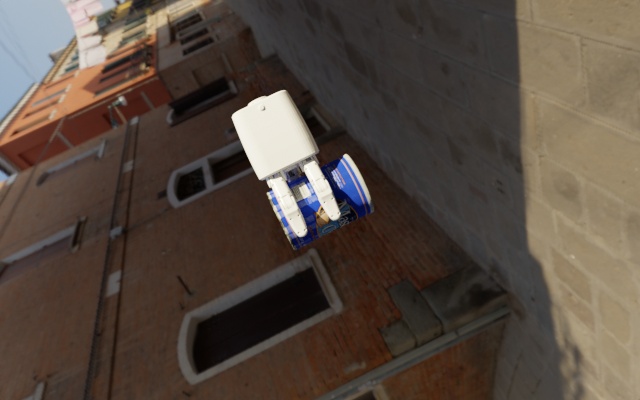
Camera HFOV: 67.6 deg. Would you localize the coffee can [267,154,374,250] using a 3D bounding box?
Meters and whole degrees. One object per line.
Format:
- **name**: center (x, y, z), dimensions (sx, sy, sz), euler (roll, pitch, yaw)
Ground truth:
- **coffee can**: center (0.000, 0.003, 0.758), dimensions (0.140, 0.103, 0.103), euler (-26, 1, -3)
